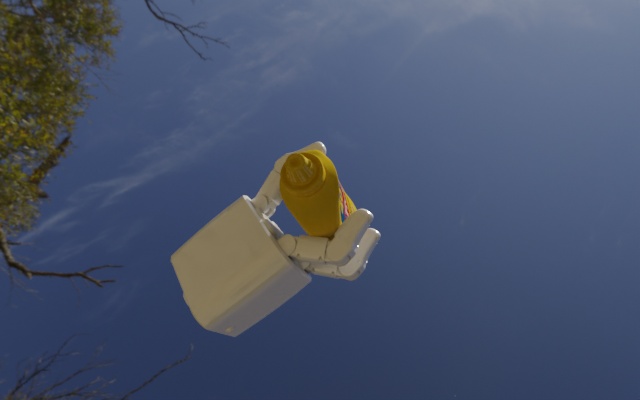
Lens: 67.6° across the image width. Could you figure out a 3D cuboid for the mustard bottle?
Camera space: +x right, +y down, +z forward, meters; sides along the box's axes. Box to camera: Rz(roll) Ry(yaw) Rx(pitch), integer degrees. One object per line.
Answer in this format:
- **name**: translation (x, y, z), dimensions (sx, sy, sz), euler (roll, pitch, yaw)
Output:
- **mustard bottle**: translation (0.000, 0.002, 0.501), dimensions (0.058, 0.096, 0.192), euler (-16, -25, 9)
